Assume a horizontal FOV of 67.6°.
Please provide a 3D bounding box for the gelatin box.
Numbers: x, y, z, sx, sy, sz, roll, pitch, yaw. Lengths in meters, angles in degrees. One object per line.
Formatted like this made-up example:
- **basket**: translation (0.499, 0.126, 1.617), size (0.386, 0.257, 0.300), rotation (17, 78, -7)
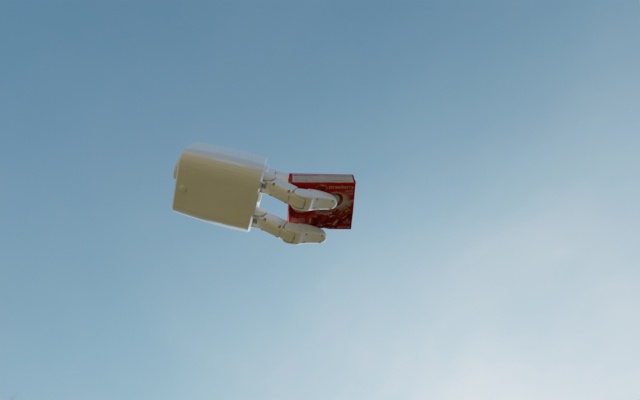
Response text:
- **gelatin box**: translation (0.000, 0.002, 0.644), size (0.089, 0.073, 0.030), rotation (0, 29, -5)
